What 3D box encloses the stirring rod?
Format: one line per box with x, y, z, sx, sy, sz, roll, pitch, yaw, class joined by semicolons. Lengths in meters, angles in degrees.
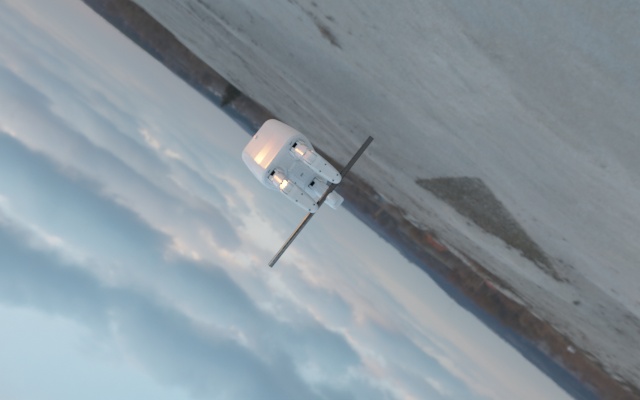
0.000;0.002;0.699;0.011;0.239;0.011;38;2;-1;stirring rod
